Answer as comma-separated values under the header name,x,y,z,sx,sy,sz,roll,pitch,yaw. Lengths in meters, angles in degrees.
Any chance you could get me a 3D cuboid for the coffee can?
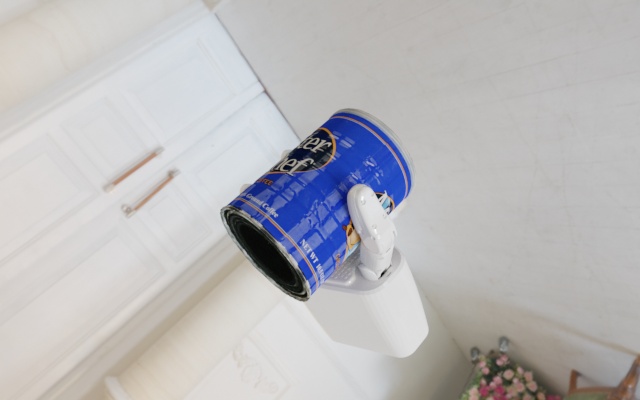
name,x,y,z,sx,sy,sz,roll,pitch,yaw
coffee can,0.000,0.001,0.414,0.140,0.103,0.103,-43,20,-23
